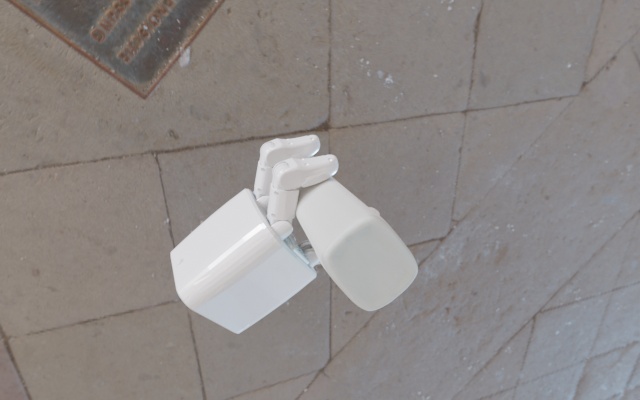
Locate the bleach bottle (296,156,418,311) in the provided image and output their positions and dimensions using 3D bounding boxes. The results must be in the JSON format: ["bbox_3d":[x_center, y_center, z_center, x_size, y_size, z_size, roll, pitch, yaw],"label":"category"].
[{"bbox_3d":[0.000,0.002,0.505,0.068,0.103,0.250,-39,34,0],"label":"bleach bottle"}]
